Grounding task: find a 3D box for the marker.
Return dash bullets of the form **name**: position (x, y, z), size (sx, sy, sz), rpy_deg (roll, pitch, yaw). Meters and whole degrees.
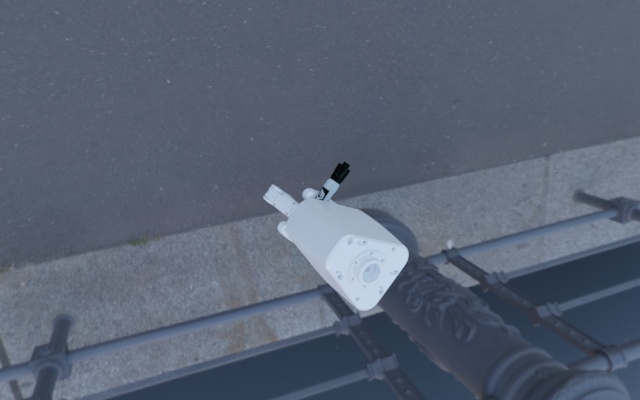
- **marker**: position (0.000, 0.002, 0.615), size (0.020, 0.121, 0.020), rpy_deg (35, 2, -2)
